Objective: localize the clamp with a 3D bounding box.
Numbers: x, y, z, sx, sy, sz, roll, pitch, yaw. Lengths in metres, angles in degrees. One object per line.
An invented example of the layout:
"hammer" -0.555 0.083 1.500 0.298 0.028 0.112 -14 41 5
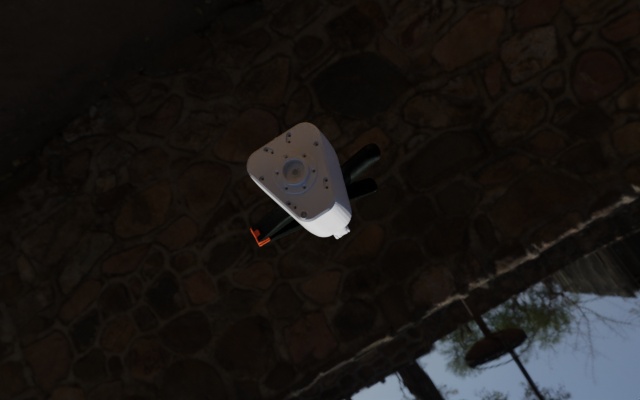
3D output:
"clamp" 0.000 0.003 0.690 0.210 0.036 0.164 -32 -17 3
